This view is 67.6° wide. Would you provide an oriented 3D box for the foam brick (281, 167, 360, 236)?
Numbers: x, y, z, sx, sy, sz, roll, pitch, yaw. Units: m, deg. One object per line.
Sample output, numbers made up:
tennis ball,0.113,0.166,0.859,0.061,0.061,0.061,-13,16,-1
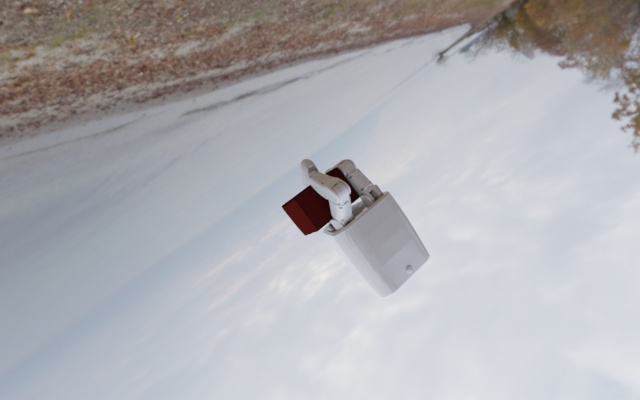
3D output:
foam brick,0.000,0.002,0.623,0.078,0.051,0.053,-38,5,-24
